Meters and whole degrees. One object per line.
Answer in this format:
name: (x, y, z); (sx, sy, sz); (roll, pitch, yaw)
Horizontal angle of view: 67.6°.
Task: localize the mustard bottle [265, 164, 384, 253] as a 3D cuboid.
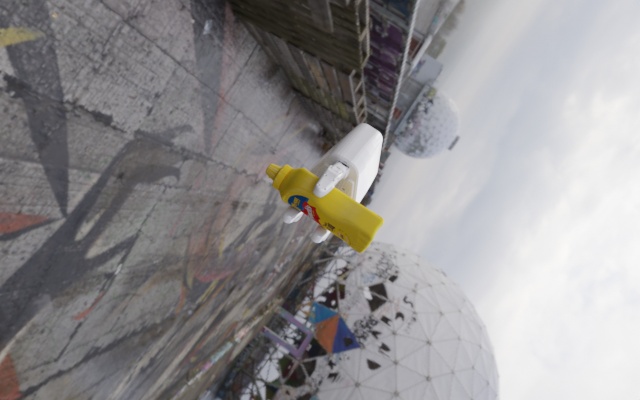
mustard bottle: (0.000, 0.003, 0.721); (0.191, 0.058, 0.096); (34, -15, 6)
